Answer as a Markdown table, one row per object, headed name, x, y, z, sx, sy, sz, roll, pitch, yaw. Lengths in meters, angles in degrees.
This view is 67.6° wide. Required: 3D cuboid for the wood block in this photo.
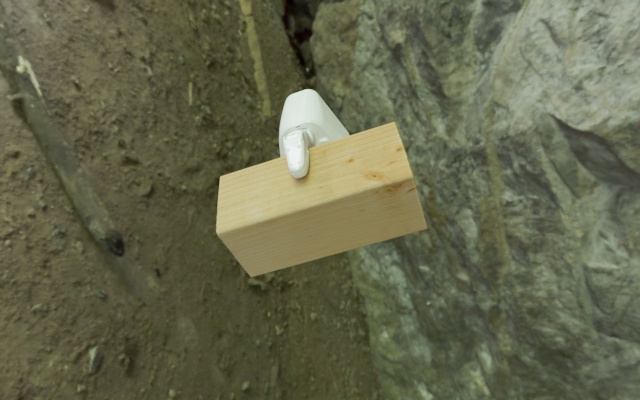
| name | x | y | z | sx | sy | sz | roll | pitch | yaw |
| --- | --- | --- | --- | --- | --- | --- | --- | --- | --- |
| wood block | 0.000 | 0.001 | 0.527 | 0.206 | 0.090 | 0.091 | -17 | -45 | 10 |
